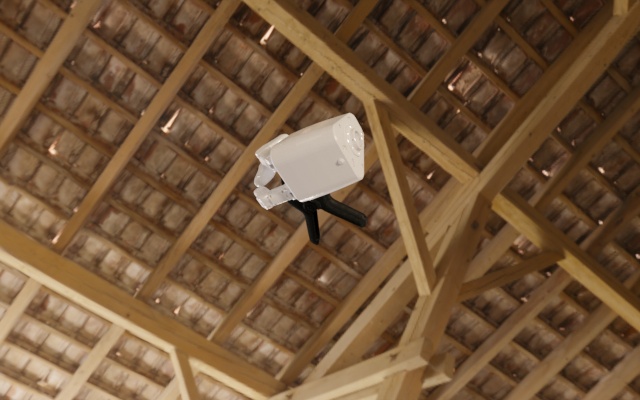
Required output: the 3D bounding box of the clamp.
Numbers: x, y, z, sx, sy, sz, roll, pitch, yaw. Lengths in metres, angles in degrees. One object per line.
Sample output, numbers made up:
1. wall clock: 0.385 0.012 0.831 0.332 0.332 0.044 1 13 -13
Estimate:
1. clamp: 0.000 0.002 0.812 0.120 0.171 0.039 -19 34 22
